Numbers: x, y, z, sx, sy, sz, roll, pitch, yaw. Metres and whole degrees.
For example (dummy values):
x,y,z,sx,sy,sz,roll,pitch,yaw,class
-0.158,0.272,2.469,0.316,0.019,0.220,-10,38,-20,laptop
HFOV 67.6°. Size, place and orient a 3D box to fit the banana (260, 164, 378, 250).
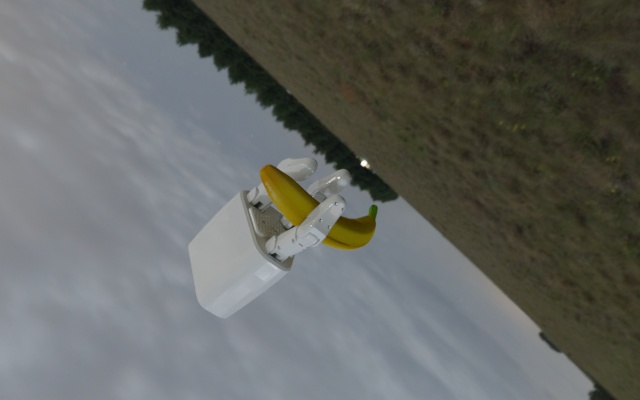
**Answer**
x,y,z,sx,sy,sz,roll,pitch,yaw,class
0.007,0.018,0.541,0.037,0.069,0.198,-33,-34,29,banana
